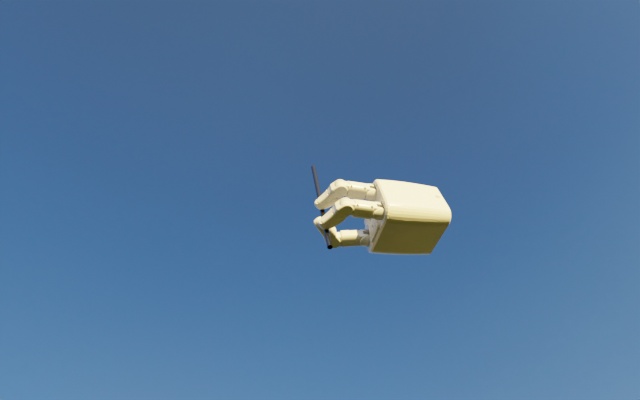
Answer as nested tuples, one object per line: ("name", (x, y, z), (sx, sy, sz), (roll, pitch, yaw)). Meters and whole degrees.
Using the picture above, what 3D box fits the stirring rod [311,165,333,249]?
("stirring rod", (0.000, 0.003, 0.781), (0.011, 0.011, 0.239), (0, 32, -8))
